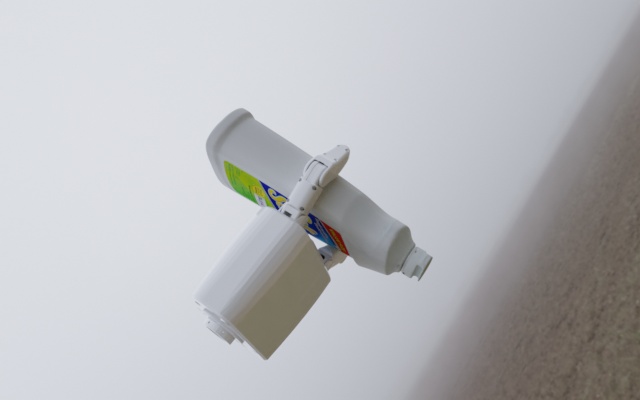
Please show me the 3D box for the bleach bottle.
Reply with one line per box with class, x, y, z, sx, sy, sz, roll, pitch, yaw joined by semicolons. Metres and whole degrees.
bleach bottle;0.000;0.002;0.496;0.251;0.068;0.103;31;-24;19
